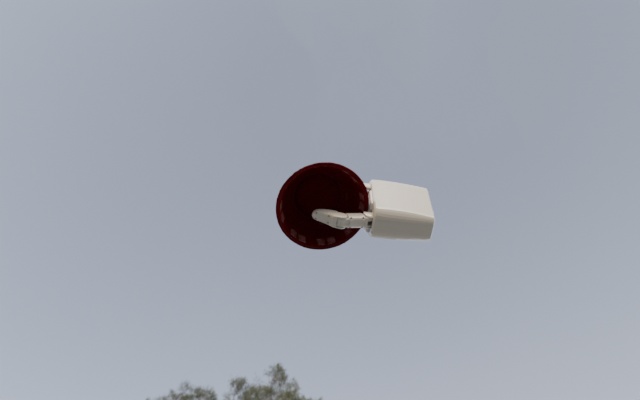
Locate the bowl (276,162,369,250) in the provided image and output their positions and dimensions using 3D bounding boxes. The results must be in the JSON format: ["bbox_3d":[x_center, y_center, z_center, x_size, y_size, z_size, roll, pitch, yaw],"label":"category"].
[{"bbox_3d":[-0.001,0.002,0.834,0.162,0.162,0.055,0,23,-11],"label":"bowl"}]
